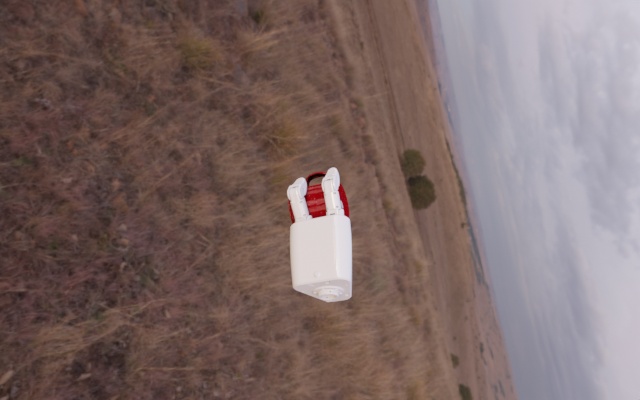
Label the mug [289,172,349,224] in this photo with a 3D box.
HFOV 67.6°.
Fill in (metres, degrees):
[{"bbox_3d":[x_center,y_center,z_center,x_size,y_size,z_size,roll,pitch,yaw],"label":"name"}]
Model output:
[{"bbox_3d":[0.000,0.001,0.828,0.081,0.117,0.093,-11,-30,17],"label":"mug"}]
